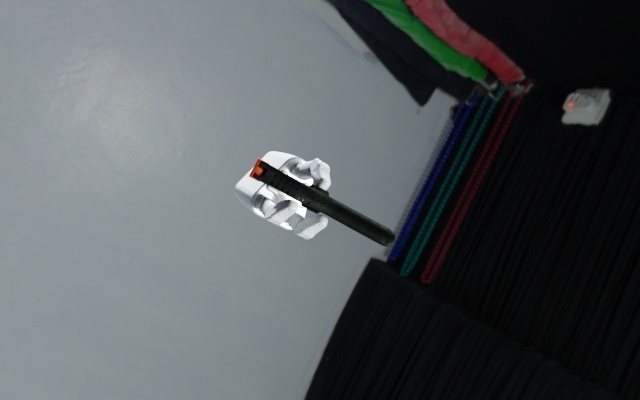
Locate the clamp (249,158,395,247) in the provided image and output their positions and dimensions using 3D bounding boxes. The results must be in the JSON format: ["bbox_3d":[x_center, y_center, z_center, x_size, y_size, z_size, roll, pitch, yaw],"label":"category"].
[{"bbox_3d":[0.000,0.001,0.676,0.210,0.036,0.164,28,0,-29],"label":"clamp"}]
